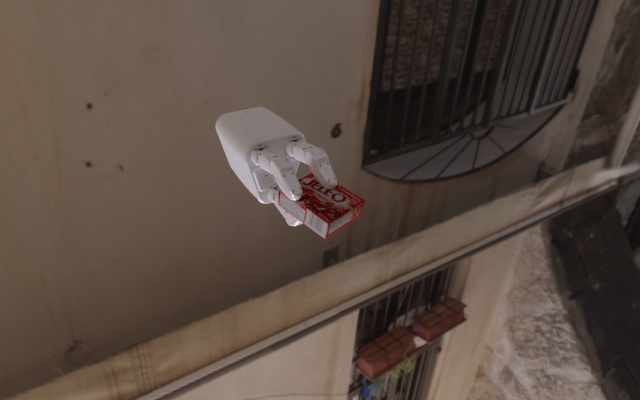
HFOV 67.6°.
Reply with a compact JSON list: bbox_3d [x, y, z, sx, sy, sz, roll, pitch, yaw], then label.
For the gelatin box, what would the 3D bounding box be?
[{"bbox_3d":[0.000,0.003,0.624,0.089,0.030,0.073,34,44,28],"label":"gelatin box"}]
